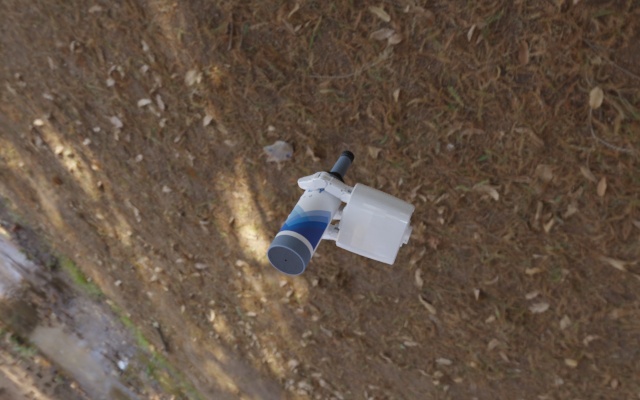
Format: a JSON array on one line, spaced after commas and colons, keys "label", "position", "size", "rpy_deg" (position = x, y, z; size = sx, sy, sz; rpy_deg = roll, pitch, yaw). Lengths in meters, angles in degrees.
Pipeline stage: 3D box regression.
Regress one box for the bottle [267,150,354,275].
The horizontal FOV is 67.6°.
[{"label": "bottle", "position": [0.000, 0.003, 0.847], "size": [0.069, 0.069, 0.295], "rpy_deg": [0, 38, 28]}]
